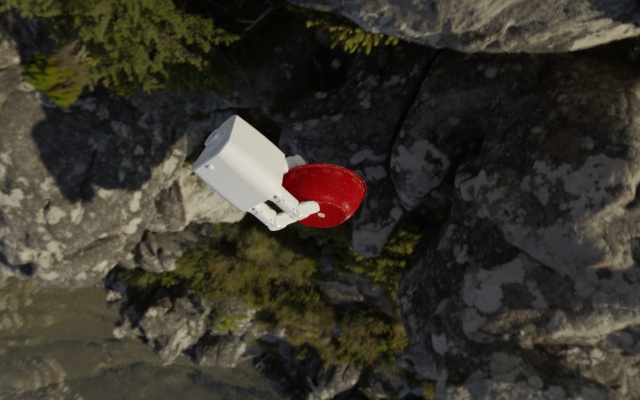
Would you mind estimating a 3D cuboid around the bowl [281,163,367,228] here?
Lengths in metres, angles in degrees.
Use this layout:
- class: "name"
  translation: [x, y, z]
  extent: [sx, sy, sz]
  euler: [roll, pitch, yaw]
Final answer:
- class: "bowl"
  translation: [0.001, 0.004, 0.834]
  extent: [0.162, 0.055, 0.162]
  euler: [2, -31, 1]
